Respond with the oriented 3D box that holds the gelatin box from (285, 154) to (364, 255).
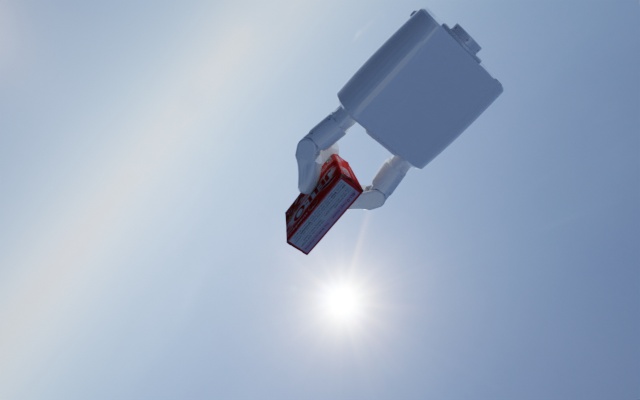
[{"bbox_3d":[0.000,0.002,0.487,0.030,0.089,0.073,35,15,-17],"label":"gelatin box"}]
